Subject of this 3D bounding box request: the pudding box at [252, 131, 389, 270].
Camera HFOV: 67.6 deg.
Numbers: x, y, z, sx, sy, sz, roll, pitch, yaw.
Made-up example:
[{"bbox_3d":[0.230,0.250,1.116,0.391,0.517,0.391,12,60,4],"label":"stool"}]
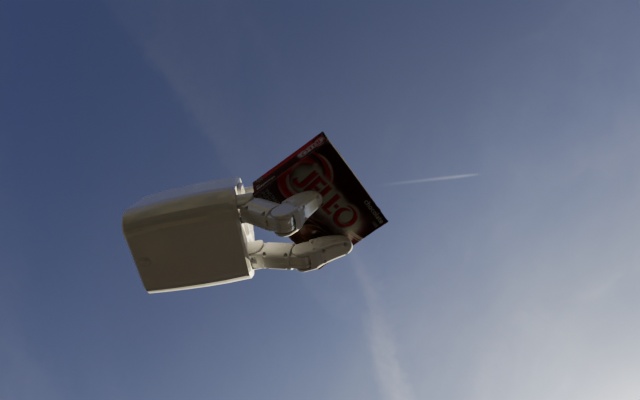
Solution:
[{"bbox_3d":[0.000,0.002,0.481,0.090,0.113,0.039,-35,28,9],"label":"pudding box"}]
